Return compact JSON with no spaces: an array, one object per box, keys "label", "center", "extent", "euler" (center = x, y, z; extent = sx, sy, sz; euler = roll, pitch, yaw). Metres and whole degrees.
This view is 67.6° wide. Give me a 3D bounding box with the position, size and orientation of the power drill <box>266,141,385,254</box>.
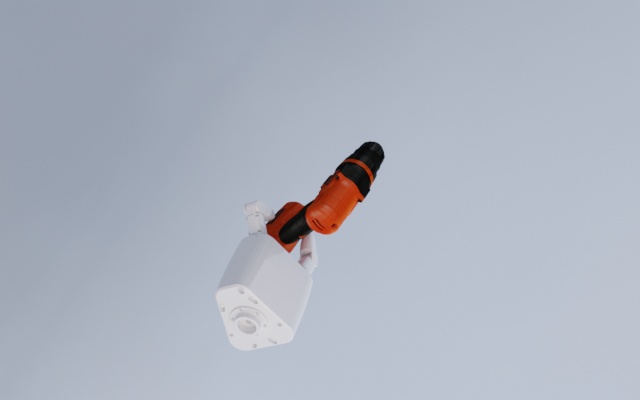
[{"label":"power drill","center":[0.000,0.003,0.682],"extent":[0.188,0.057,0.184],"euler":[-37,9,46]}]
